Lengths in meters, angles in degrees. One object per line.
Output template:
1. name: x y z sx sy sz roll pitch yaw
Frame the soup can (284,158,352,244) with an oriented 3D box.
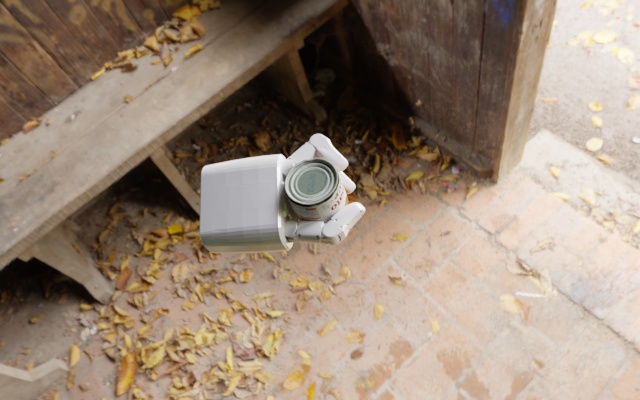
1. soup can: 0.001 0.002 0.593 0.068 0.068 0.102 0 -30 15
